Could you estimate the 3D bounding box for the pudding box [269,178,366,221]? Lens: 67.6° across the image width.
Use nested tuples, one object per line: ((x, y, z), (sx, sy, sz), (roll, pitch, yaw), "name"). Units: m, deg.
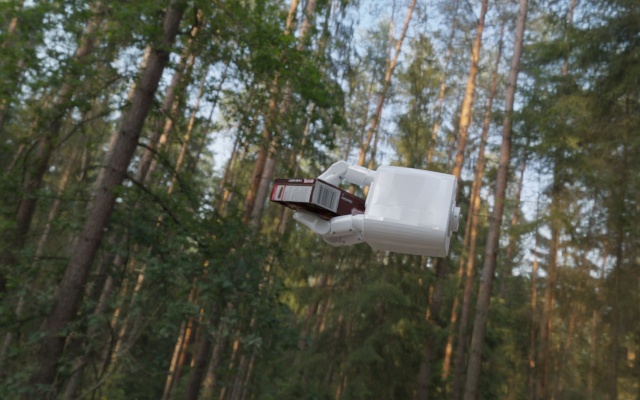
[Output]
((0.000, 0.002, 0.672), (0.090, 0.039, 0.113), (2, -18, 47), "pudding box")
